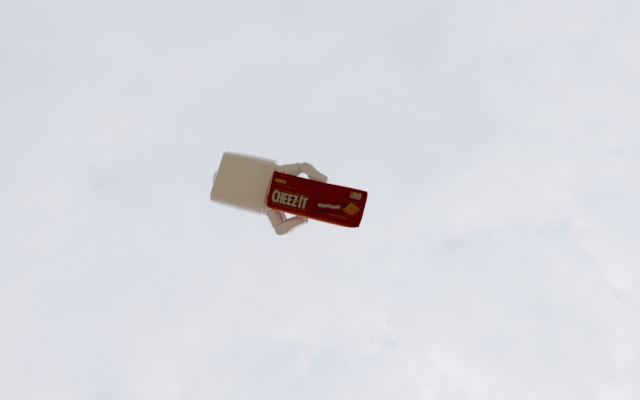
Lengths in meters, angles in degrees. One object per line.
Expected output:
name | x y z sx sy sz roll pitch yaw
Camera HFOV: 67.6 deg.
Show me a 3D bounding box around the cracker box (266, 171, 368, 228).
cracker box | 0.000 0.003 0.895 0.164 0.072 0.214 12 -1 4
